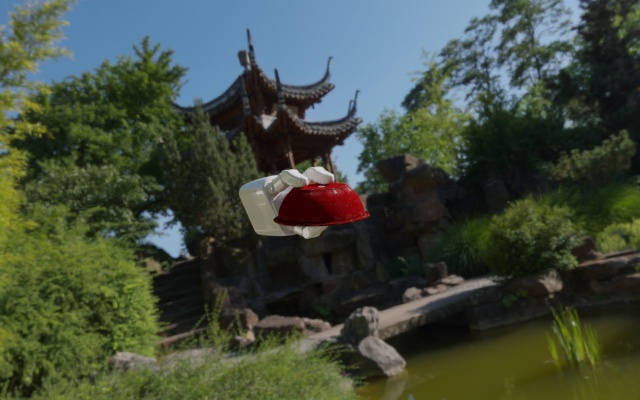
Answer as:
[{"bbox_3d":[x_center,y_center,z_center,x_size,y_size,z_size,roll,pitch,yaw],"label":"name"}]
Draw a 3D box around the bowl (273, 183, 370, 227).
[{"bbox_3d":[0.001,0.002,0.799,0.162,0.055,0.162,-3,8,0],"label":"bowl"}]
